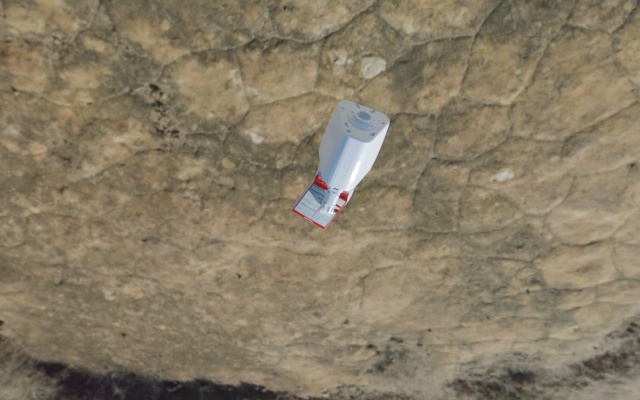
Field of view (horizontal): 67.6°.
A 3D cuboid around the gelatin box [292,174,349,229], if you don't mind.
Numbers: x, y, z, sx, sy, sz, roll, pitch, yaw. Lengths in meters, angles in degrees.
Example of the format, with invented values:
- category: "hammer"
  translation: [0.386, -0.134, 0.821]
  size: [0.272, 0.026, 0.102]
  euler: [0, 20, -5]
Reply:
- category: "gelatin box"
  translation: [0.000, 0.003, 0.897]
  size: [0.073, 0.089, 0.030]
  euler: [30, 37, -11]
